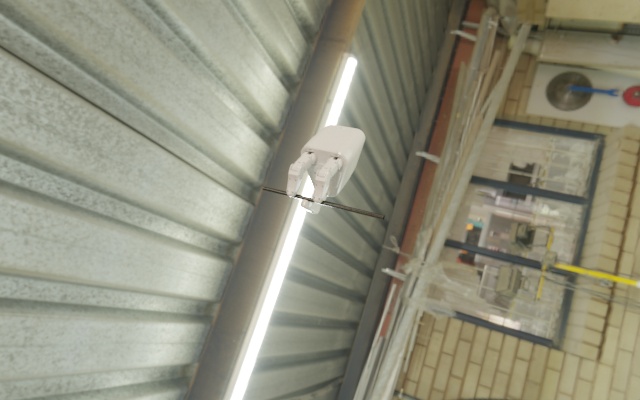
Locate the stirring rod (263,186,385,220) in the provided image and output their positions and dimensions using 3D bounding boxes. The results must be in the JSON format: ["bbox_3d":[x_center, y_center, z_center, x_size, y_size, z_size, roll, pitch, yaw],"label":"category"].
[{"bbox_3d":[0.000,0.003,0.863,0.239,0.011,0.011,14,5,22],"label":"stirring rod"}]
